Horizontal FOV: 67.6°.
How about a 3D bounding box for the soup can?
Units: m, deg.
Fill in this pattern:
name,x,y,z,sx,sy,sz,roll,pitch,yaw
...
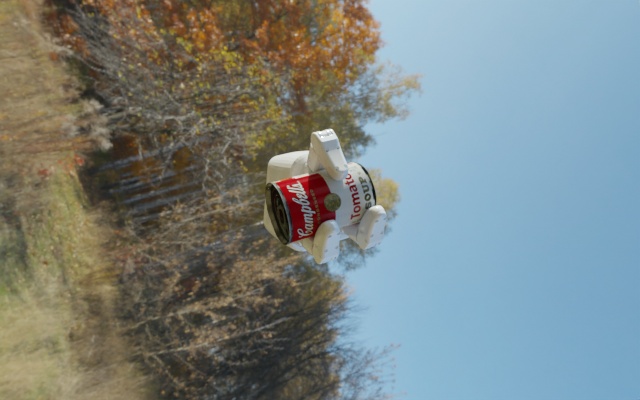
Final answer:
name,x,y,z,sx,sy,sz,roll,pitch,yaw
soup can,0.001,0.002,0.514,0.102,0.068,0.068,-15,6,-21
